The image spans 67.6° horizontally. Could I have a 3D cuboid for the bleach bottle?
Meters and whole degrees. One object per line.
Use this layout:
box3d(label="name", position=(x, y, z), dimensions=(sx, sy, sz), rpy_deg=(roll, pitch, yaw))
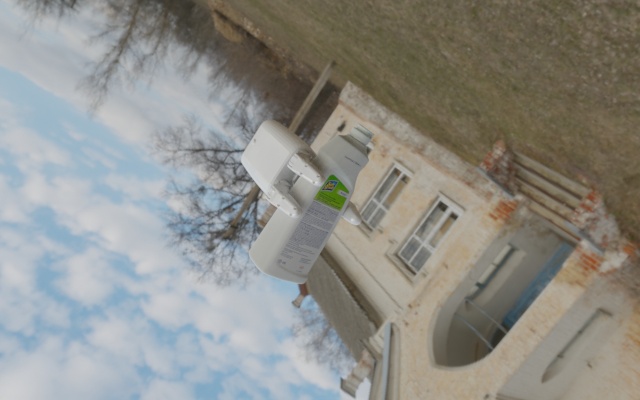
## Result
box3d(label="bleach bottle", position=(0.000, 0.002, 0.703), dimensions=(0.102, 0.251, 0.068), rpy_deg=(24, 15, -45))
